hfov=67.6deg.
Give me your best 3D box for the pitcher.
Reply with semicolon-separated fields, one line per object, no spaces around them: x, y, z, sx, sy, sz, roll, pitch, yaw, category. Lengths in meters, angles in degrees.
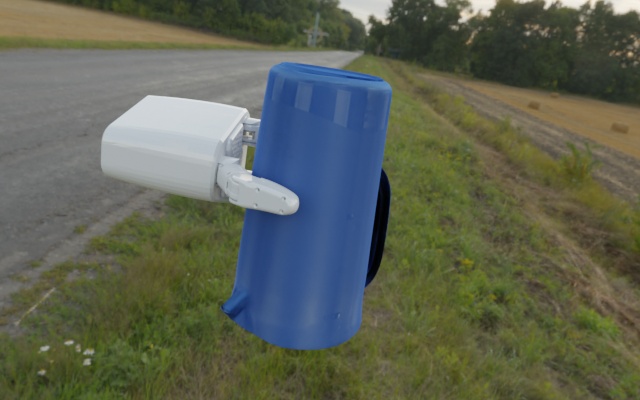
0.000;0.001;0.453;0.145;0.243;0.149;11;18;4;pitcher
